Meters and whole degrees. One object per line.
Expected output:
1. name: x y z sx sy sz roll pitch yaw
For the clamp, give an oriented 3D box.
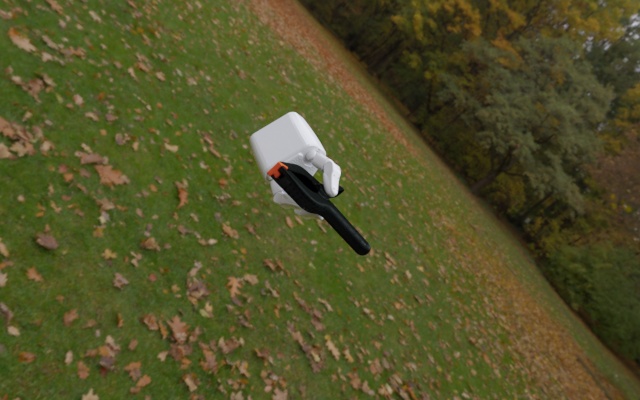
1. clamp: 0.000 0.002 0.776 0.036 0.164 0.210 -41 -41 18
